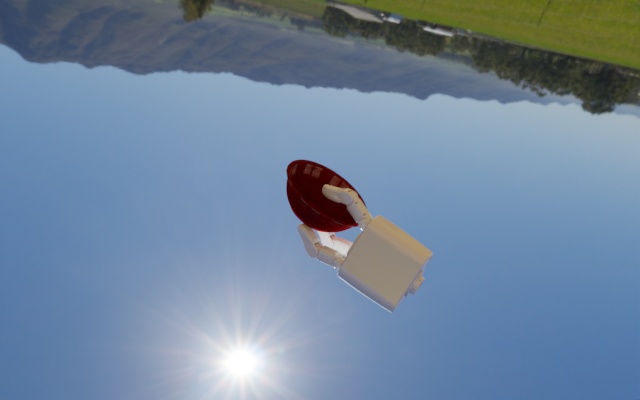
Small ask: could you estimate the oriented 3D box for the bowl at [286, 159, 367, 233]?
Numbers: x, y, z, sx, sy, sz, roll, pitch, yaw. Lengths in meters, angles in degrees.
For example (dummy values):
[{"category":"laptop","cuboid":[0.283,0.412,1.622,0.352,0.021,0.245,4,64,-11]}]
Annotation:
[{"category":"bowl","cuboid":[-0.001,0.002,0.814,0.162,0.055,0.162,28,29,-17]}]
